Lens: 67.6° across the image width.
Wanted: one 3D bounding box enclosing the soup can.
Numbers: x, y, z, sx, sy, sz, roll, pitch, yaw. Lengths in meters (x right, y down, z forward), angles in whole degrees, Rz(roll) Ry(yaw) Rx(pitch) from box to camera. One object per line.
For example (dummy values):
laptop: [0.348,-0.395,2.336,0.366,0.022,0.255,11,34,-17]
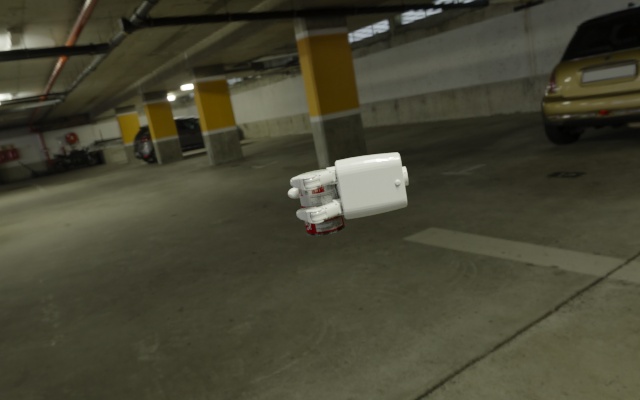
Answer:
soup can: [0.000,0.002,0.823,0.068,0.102,0.068,-10,12,2]
